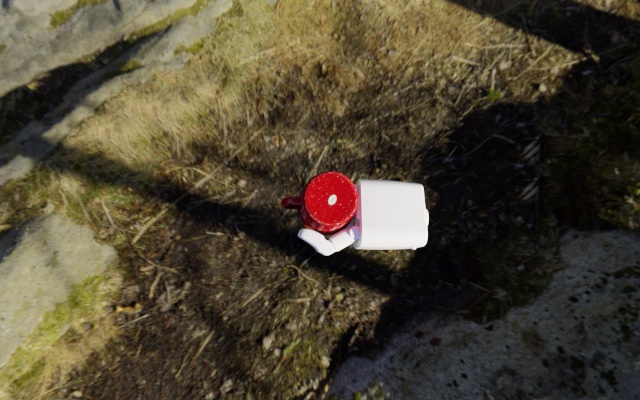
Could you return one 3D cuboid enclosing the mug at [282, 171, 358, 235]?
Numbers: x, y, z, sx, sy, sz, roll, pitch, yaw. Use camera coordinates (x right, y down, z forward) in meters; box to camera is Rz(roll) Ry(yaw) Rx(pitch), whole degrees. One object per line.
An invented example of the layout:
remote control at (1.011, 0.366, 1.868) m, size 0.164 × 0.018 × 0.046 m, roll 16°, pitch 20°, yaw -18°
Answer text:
mug at (-0.001, 0.002, 0.717) m, size 0.117 × 0.093 × 0.081 m, roll 2°, pitch -9°, yaw -4°
